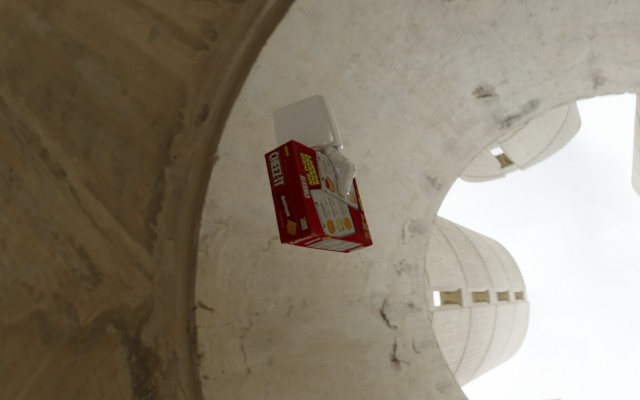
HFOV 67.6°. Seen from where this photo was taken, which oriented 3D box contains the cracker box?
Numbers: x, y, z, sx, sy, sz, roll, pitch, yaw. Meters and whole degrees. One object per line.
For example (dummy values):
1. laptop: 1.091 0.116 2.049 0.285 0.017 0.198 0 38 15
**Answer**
1. cracker box: 0.000 0.003 0.853 0.072 0.164 0.214 -23 -21 27
